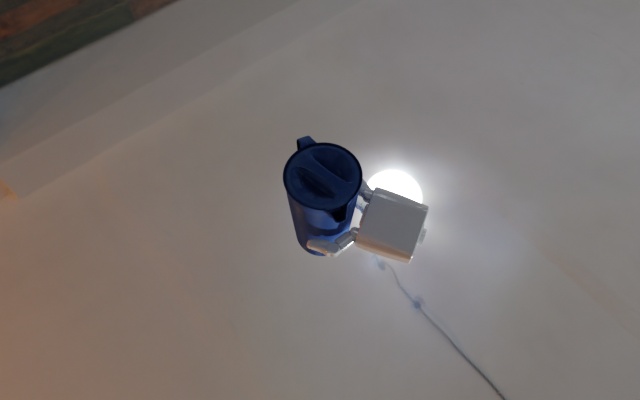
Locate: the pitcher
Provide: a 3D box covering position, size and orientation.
[{"bbox_3d":[0.000,0.003,0.896,0.145,0.149,0.243,20,-27,10],"label":"pitcher"}]
